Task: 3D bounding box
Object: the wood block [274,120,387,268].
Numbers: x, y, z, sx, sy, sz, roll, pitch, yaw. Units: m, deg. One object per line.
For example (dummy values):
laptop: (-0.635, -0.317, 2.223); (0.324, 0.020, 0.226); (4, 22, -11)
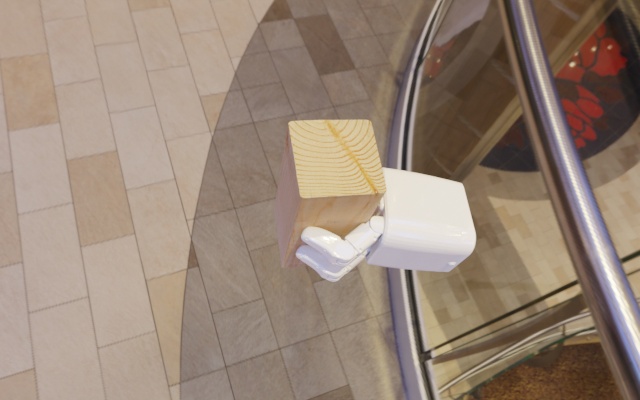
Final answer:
wood block: (0.000, 0.001, 0.566); (0.090, 0.090, 0.206); (-3, -26, -12)
